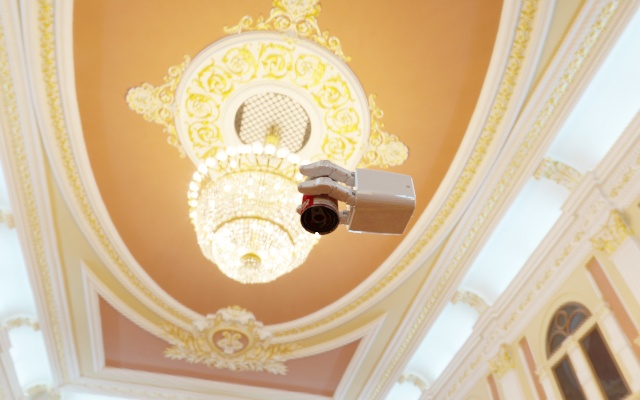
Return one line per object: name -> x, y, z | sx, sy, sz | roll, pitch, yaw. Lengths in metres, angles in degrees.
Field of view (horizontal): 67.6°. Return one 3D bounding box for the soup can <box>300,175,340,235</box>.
soup can -> 0.000, 0.003, 0.851 | 0.068, 0.069, 0.102 | 0, 39, 2
